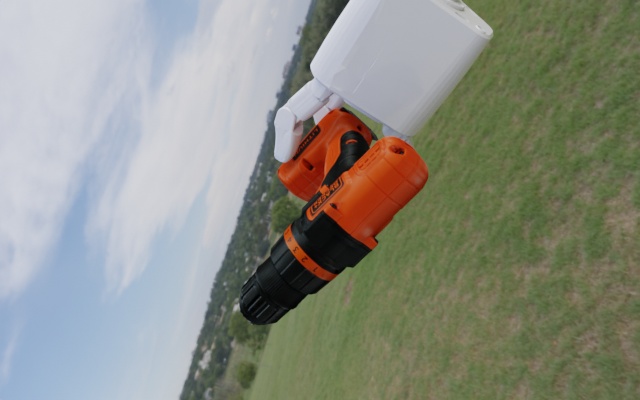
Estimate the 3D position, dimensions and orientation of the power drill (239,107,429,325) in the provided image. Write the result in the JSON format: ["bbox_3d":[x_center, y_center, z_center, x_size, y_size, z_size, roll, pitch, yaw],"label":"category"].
[{"bbox_3d":[0.000,0.001,0.420,0.057,0.184,0.187,40,16,-21],"label":"power drill"}]
